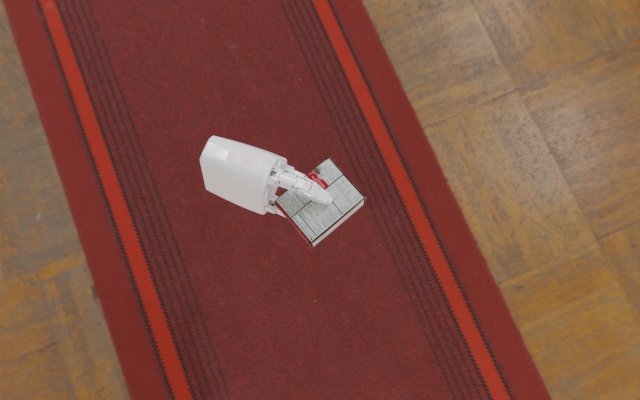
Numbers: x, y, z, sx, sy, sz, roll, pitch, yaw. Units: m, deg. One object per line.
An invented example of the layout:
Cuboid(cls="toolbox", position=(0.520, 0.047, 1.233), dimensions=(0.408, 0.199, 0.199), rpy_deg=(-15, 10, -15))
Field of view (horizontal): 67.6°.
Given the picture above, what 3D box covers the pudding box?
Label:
Cuboid(cls="pudding box", position=(0.000, 0.002, 0.734), dimensions=(0.113, 0.090, 0.039), rpy_deg=(-39, -11, -7))
